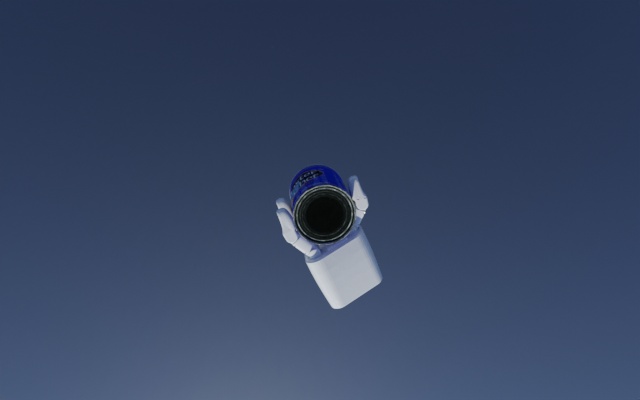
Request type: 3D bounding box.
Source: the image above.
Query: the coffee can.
[{"bbox_3d":[0.000,0.002,0.825,0.103,0.103,0.140,0,18,-6],"label":"coffee can"}]
